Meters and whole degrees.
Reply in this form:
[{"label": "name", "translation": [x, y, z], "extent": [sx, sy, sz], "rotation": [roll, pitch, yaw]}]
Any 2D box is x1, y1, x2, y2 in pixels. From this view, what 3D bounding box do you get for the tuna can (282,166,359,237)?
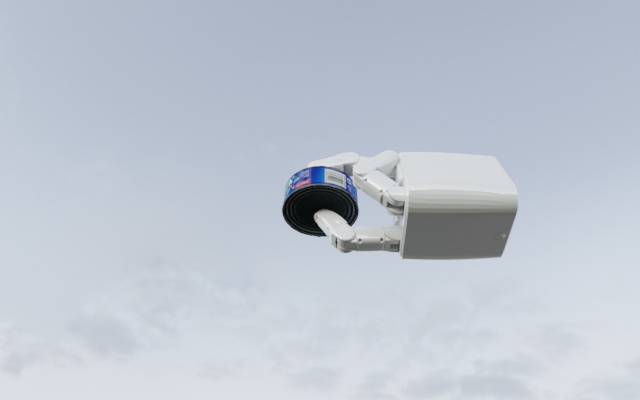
[{"label": "tuna can", "translation": [0.000, 0.001, 0.543], "extent": [0.086, 0.033, 0.086], "rotation": [0, -44, 0]}]
